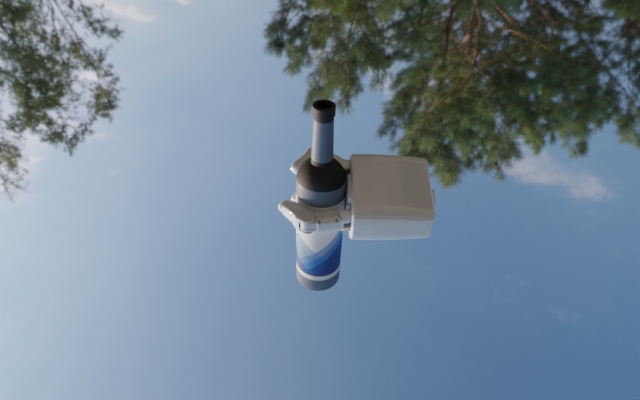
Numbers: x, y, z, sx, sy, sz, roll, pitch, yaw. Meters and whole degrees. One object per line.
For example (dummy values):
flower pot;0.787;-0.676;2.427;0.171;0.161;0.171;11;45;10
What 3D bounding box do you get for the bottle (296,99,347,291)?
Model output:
bottle;0.000;0.002;0.644;0.069;0.296;0.069;1;40;-1
